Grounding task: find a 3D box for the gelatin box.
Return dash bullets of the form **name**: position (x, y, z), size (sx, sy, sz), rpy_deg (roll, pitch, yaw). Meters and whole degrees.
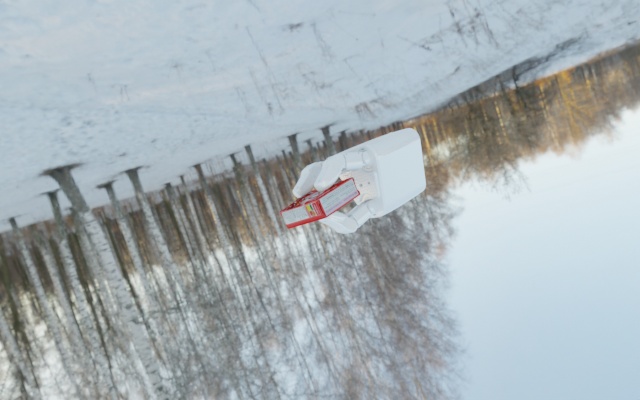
- **gelatin box**: position (0.000, 0.003, 0.648), size (0.073, 0.030, 0.089), rpy_deg (-17, 11, 41)
